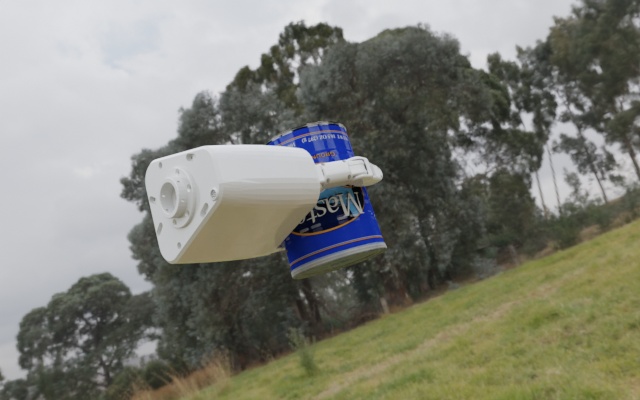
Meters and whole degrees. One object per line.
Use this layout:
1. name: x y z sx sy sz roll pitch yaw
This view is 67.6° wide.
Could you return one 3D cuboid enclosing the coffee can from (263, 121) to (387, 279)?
1. coffee can: 0.000 0.002 0.511 0.103 0.140 0.103 -17 -13 -4
